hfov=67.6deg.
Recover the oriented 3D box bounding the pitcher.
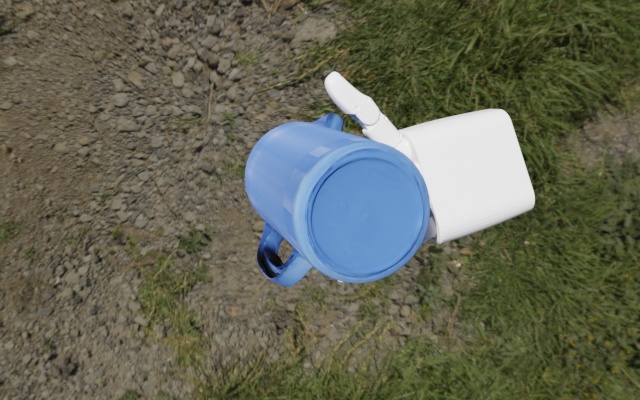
[{"bbox_3d":[0.000,0.001,0.459,0.145,0.149,0.243,-17,13,-10],"label":"pitcher"}]
